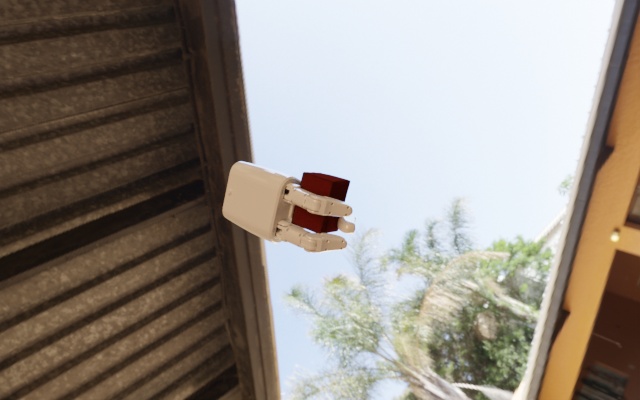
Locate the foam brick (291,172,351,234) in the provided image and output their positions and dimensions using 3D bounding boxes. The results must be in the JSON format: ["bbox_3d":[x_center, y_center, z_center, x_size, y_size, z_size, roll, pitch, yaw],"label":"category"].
[{"bbox_3d":[0.000,0.002,0.673,0.051,0.078,0.053,20,12,29],"label":"foam brick"}]
